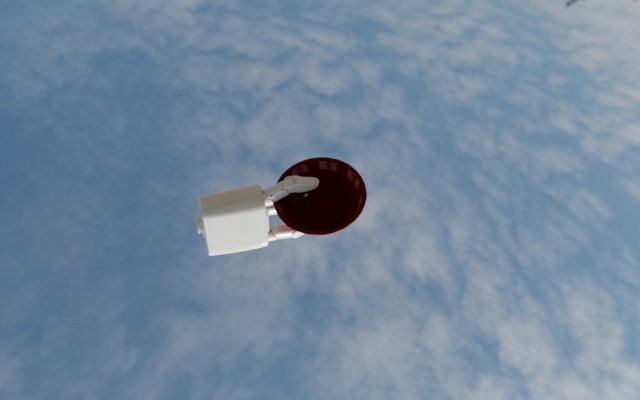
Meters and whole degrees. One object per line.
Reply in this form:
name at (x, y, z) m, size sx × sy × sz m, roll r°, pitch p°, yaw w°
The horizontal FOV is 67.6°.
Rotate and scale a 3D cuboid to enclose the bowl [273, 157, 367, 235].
bowl at (0.001, 0.003, 0.839) m, size 0.162 × 0.162 × 0.055 m, roll 0°, pitch -33°, yaw 5°
